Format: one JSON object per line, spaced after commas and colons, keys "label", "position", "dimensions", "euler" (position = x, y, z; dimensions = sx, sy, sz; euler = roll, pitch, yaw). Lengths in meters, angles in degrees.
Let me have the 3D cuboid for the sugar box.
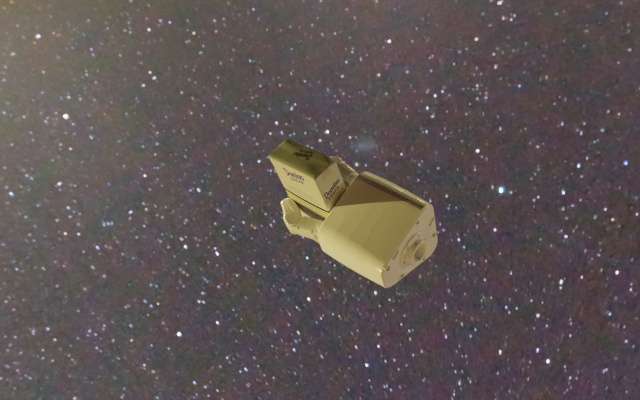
{"label": "sugar box", "position": [0.001, 0.002, 0.659], "dimensions": [0.093, 0.176, 0.048], "euler": [29, 62, 38]}
